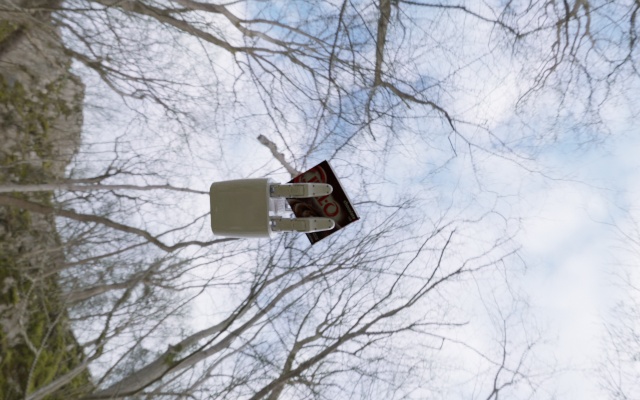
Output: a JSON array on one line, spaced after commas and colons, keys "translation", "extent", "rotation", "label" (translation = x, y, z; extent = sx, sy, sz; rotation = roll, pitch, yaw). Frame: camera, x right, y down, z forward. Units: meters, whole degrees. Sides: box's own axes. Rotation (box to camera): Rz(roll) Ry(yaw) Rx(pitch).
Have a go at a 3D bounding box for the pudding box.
[{"translation": [0.000, 0.003, 0.780], "extent": [0.090, 0.113, 0.039], "rotation": [-30, -3, 12], "label": "pudding box"}]
